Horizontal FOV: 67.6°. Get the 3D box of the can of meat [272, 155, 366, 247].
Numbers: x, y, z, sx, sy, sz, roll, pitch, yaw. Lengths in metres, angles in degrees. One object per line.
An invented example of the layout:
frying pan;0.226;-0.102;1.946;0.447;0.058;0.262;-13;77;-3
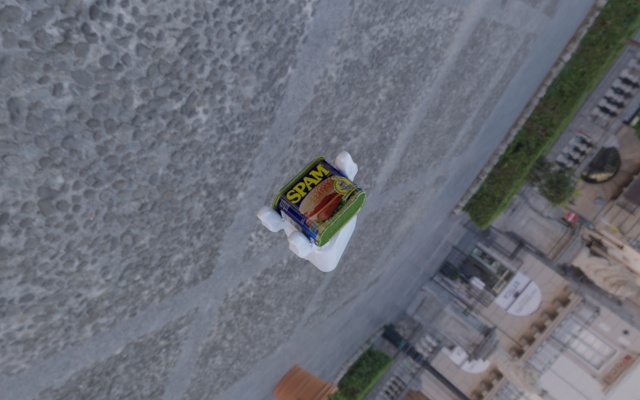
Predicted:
can of meat;0.000;0.002;0.649;0.084;0.102;0.057;39;-21;20
